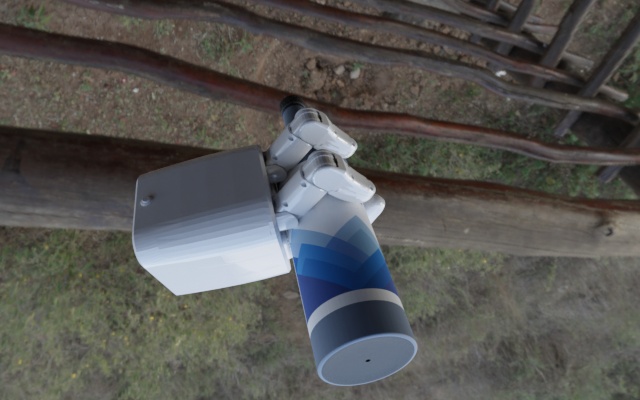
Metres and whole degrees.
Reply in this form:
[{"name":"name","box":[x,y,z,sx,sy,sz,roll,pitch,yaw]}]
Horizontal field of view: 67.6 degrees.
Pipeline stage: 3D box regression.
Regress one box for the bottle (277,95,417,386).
[{"name":"bottle","box":[0.000,0.002,0.407,0.069,0.069,0.295,0,44,-17]}]
